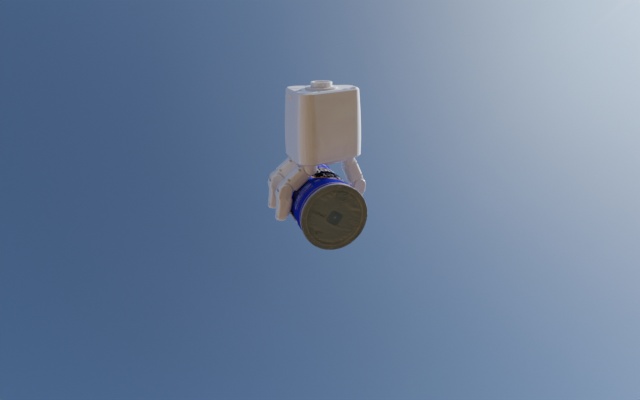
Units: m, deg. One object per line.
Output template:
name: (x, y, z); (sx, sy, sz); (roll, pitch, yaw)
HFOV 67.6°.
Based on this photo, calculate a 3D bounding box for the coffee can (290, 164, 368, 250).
coffee can: (0.000, 0.003, 0.754); (0.103, 0.103, 0.140); (0, 19, -19)
